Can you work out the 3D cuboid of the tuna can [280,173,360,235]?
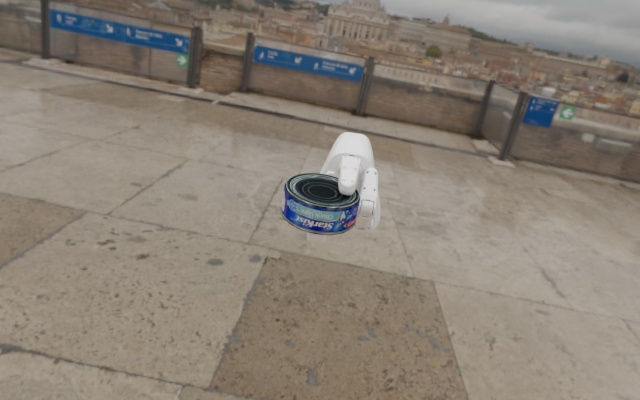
[{"bbox_3d":[0.000,0.001,0.529,0.086,0.034,0.086,9,27,-4],"label":"tuna can"}]
